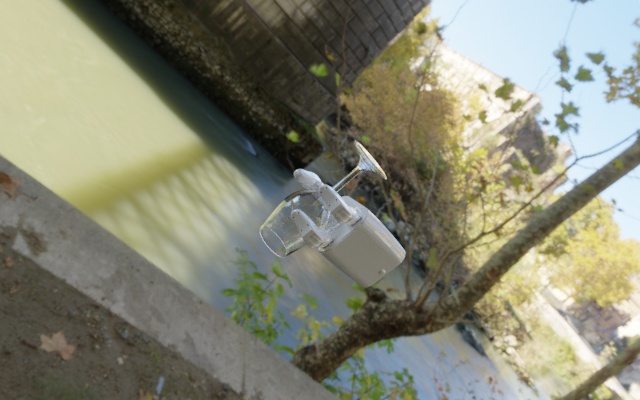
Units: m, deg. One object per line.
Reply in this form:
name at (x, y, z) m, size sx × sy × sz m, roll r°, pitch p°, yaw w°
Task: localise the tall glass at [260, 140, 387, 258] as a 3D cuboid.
tall glass at (0.001, 0.002, 0.723) m, size 0.201 × 0.079 × 0.079 m, roll -40°, pitch -11°, yaw 13°
